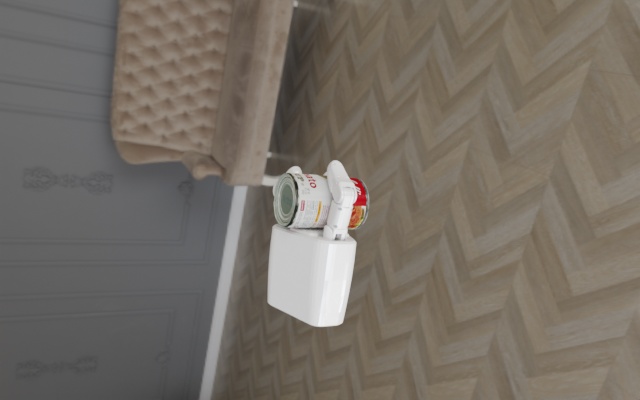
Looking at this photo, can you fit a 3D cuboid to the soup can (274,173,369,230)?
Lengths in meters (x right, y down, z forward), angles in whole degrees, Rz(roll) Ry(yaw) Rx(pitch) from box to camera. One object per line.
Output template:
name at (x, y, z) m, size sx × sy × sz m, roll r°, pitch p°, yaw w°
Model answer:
soup can at (0.000, 0.001, 0.598) m, size 0.102 × 0.068 × 0.068 m, roll 3°, pitch -2°, yaw -29°
